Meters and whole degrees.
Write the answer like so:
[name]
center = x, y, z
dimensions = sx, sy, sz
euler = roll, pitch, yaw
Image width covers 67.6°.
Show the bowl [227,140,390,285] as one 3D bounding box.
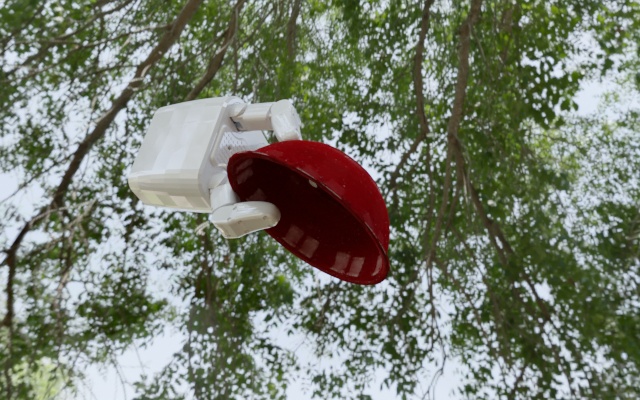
[bowl]
center = 0.001, 0.002, 0.407
dimensions = 0.162, 0.055, 0.162
euler = 30, -26, 16
